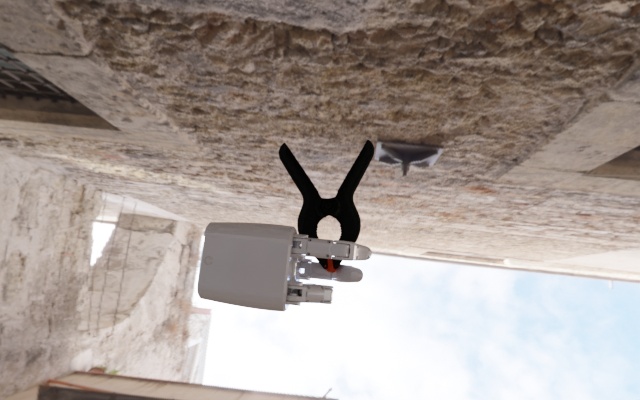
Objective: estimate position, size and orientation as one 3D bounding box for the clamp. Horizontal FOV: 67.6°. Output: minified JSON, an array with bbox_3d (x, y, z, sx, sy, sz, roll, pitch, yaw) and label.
[{"bbox_3d":[0.000,0.002,0.601,0.120,0.171,0.039,6,-8,8],"label":"clamp"}]
